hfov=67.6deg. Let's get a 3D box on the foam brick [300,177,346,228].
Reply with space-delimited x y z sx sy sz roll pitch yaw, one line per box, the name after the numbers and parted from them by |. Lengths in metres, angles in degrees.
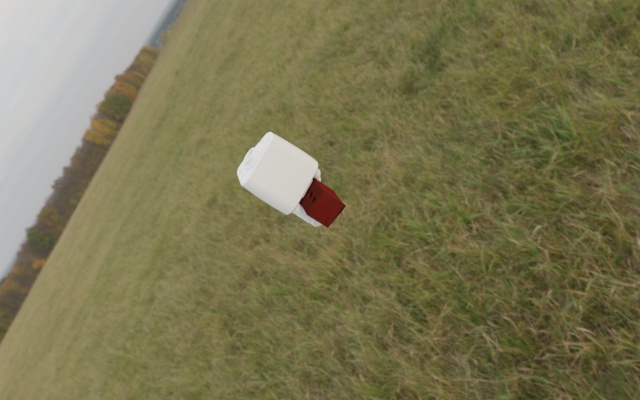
0.000 0.003 0.860 0.051 0.053 0.078 33 9 -26 | foam brick
